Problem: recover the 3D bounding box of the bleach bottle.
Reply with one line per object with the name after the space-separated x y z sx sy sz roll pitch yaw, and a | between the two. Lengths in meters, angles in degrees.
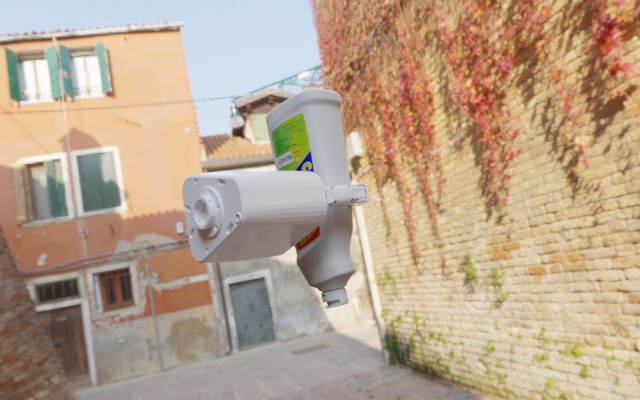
0.000 0.002 0.579 0.068 0.251 0.102 -4 -11 -44 | bleach bottle
